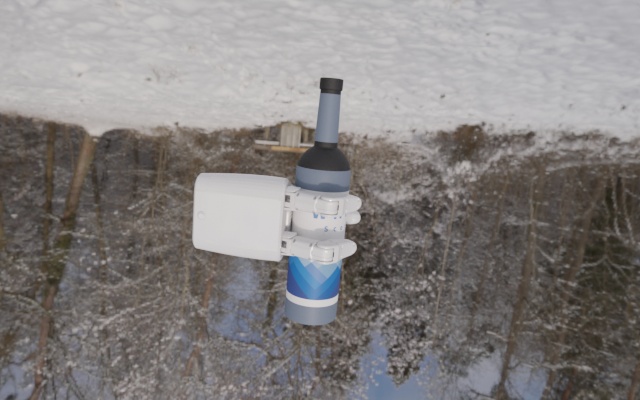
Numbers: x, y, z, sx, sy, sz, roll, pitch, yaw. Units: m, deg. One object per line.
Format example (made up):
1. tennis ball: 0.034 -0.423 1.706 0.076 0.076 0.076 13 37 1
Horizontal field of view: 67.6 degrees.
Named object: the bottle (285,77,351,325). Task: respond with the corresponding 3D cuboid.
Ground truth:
1. bottle: 0.000 0.002 0.584 0.069 0.296 0.069 5 11 -1
